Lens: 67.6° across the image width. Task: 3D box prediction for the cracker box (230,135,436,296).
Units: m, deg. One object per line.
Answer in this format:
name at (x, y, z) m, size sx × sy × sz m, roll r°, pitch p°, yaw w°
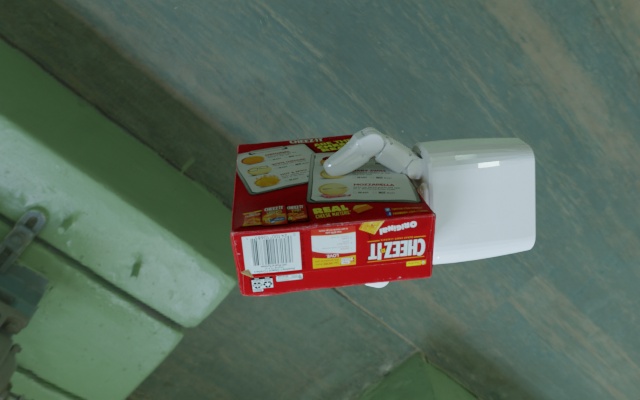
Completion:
cracker box at (0.000, 0.001, 0.476) m, size 0.164 × 0.072 × 0.213 m, roll -5°, pitch 25°, yaw -6°
